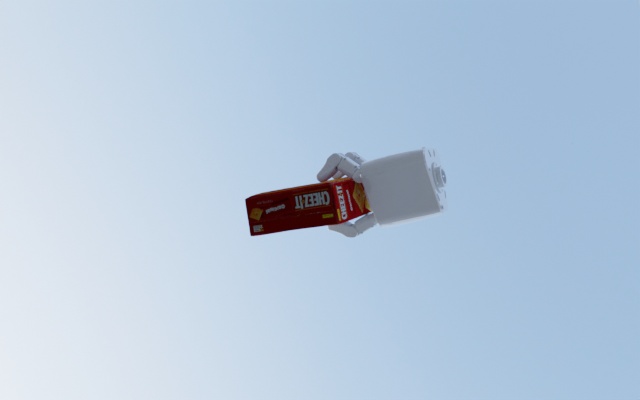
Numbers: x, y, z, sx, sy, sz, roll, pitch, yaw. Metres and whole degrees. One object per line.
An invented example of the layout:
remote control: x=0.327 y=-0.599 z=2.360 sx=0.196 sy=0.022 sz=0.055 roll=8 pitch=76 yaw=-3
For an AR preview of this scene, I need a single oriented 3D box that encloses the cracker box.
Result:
cracker box: x=0.000 y=0.003 z=0.820 sx=0.164 sy=0.072 sz=0.213 roll=-10 pitch=1 yaw=28
